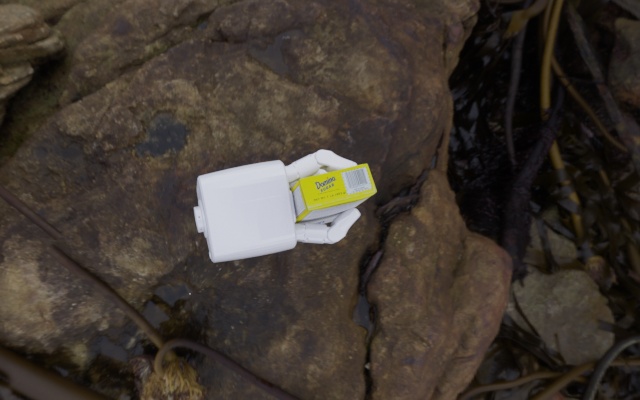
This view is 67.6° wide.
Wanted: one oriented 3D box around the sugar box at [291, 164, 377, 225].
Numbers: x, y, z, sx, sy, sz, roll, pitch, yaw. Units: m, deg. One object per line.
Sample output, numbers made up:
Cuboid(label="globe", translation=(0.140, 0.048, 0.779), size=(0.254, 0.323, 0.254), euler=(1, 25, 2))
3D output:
Cuboid(label="sugar box", translation=(0.000, 0.002, 0.649), size=(0.093, 0.048, 0.176), euler=(-13, -7, -18))
